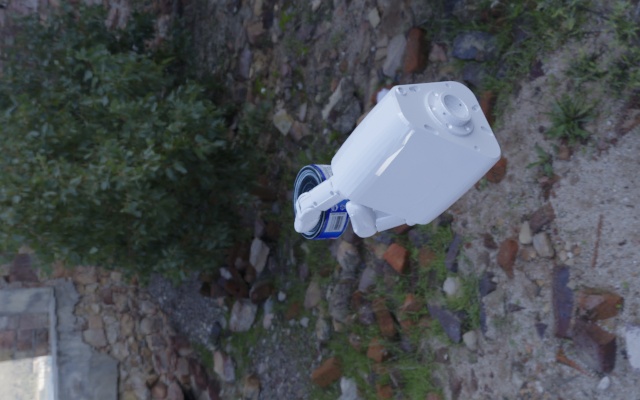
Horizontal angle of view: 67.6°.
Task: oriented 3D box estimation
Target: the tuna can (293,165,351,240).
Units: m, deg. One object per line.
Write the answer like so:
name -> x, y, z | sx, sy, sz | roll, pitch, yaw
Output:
tuna can -> 0.000, 0.002, 0.543 | 0.034, 0.086, 0.086 | -1, 0, -28
